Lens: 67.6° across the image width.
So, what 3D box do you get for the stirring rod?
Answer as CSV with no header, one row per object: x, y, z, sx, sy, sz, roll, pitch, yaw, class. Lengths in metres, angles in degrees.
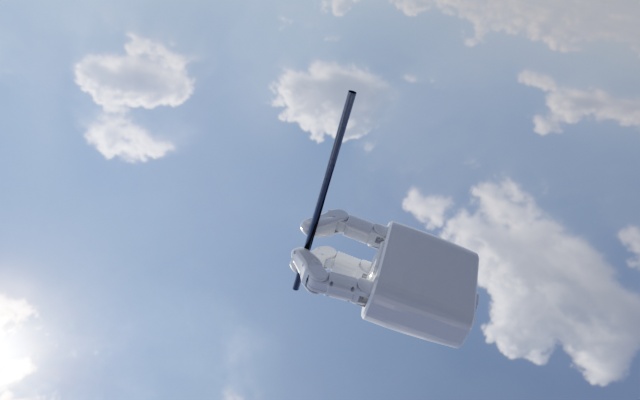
0.000,0.002,0.493,0.011,0.240,0.011,12,30,-7,stirring rod
